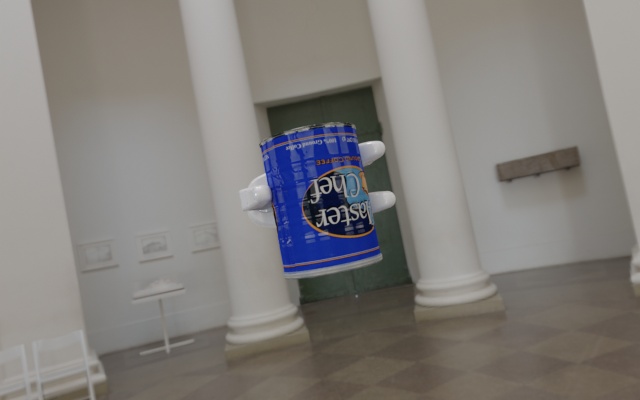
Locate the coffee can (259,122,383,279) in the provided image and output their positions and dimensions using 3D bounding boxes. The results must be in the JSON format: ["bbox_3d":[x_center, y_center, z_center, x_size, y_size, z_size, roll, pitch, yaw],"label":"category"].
[{"bbox_3d":[0.000,0.002,0.493,0.103,0.140,0.103,-11,-3,-1],"label":"coffee can"}]
